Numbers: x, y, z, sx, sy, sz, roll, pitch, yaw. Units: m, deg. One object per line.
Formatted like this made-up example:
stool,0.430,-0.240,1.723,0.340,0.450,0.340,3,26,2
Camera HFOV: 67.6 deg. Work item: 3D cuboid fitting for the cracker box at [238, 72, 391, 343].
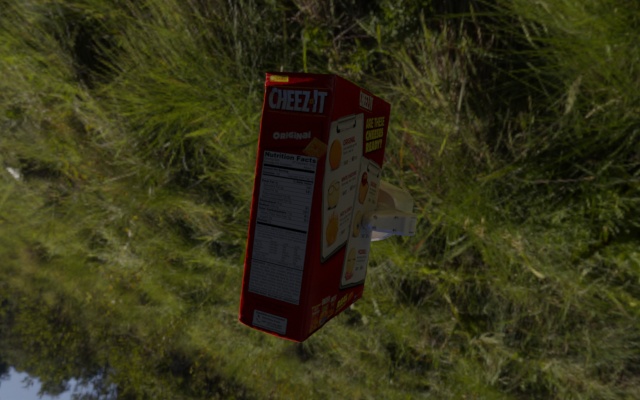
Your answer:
cracker box,0.000,0.002,0.452,0.072,0.214,0.164,9,6,22
